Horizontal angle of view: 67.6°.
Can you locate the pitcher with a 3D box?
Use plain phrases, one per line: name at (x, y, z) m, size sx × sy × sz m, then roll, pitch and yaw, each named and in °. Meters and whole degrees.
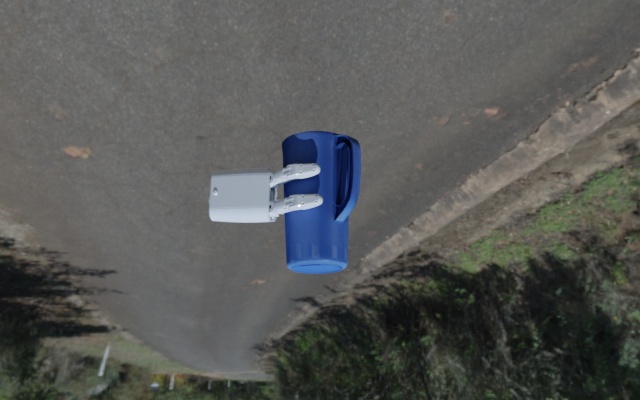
pitcher at (0.000, 0.003, 0.862) m, size 0.145 × 0.242 × 0.149 m, roll -1°, pitch -17°, yaw 2°
